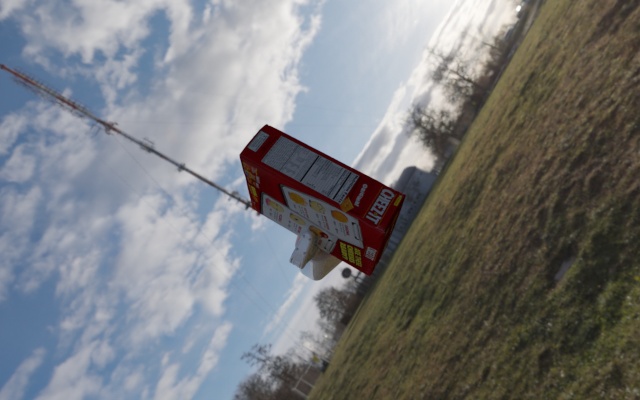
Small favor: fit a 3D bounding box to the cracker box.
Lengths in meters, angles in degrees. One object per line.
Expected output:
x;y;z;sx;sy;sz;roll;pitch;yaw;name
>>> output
0.000;0.002;0.670;0.213;0.072;0.164;28;-24;13;cracker box
